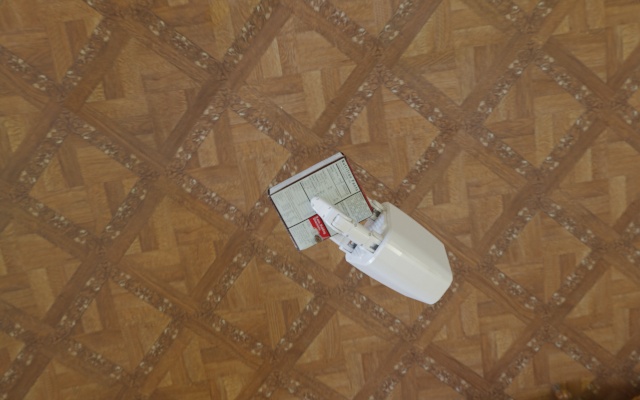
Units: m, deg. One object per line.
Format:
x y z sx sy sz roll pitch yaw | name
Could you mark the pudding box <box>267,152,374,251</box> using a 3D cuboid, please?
0.000 0.002 0.620 0.113 0.090 0.039 -27 14 0 | pudding box
